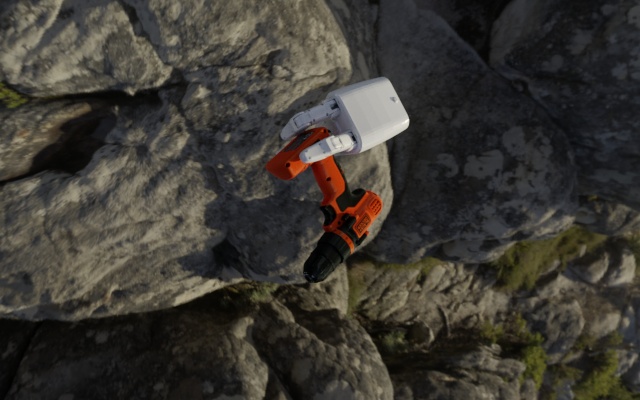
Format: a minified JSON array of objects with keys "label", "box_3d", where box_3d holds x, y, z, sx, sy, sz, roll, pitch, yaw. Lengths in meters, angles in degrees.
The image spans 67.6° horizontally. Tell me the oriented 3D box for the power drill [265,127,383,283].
[{"label":"power drill","box_3d":[0.000,0.002,0.704,0.057,0.188,0.184,-4,36,47]}]
